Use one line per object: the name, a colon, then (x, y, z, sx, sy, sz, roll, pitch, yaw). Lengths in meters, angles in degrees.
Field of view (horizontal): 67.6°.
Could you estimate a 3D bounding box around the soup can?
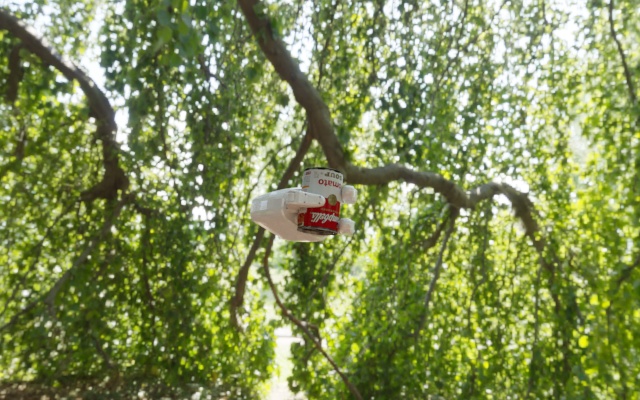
soup can: (0.000, 0.002, 0.789, 0.068, 0.102, 0.068, 6, -12, 1)
